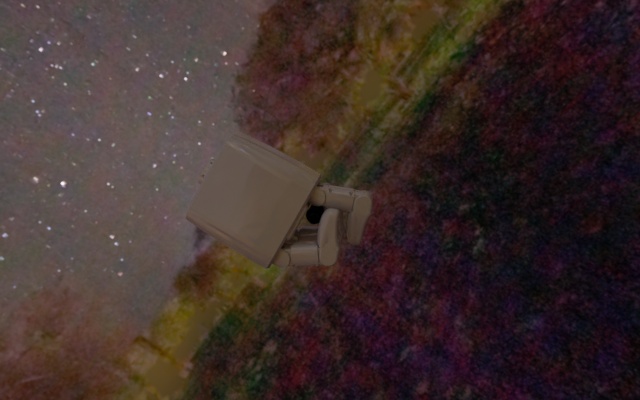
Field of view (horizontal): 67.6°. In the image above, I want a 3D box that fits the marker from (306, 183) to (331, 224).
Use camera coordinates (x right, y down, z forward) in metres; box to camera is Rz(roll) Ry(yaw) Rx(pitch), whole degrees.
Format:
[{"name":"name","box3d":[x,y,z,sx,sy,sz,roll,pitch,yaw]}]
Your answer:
[{"name":"marker","box3d":[0.000,0.002,0.555,0.020,0.020,0.121,0,16,7]}]
